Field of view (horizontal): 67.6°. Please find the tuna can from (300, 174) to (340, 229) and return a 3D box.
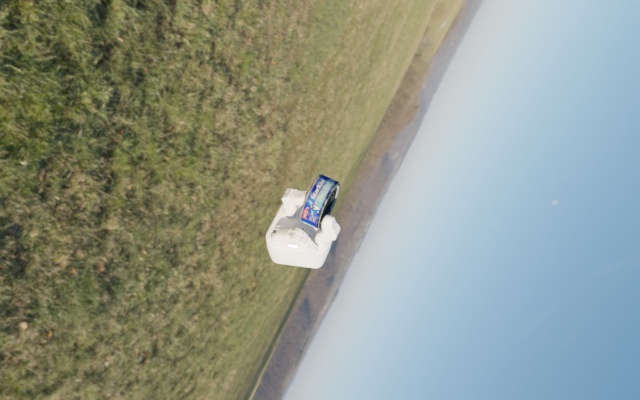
[{"bbox_3d":[0.001,0.003,0.778,0.034,0.086,0.086,24,5,11],"label":"tuna can"}]
